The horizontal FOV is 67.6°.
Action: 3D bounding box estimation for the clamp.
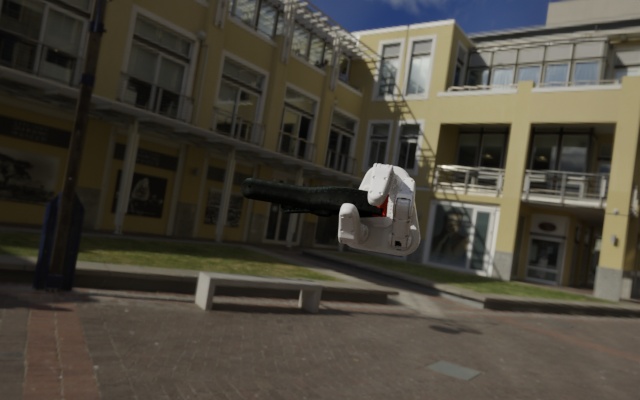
[{"bbox_3d":[0.000,0.001,0.590,0.171,0.039,0.120,8,-3,14],"label":"clamp"}]
